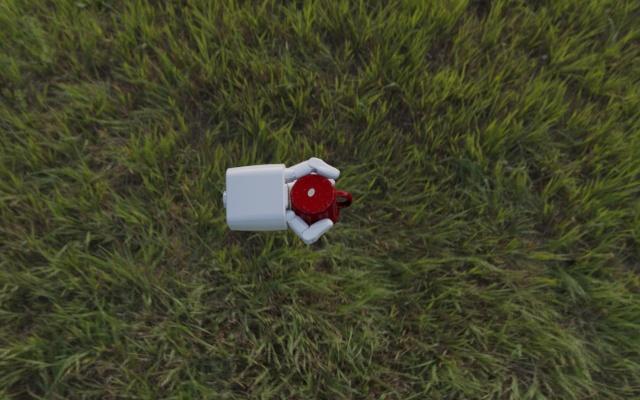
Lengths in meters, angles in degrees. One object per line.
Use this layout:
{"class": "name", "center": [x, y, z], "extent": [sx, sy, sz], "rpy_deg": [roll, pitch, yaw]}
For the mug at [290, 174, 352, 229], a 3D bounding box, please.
{"class": "mug", "center": [0.002, 0.003, 0.873], "extent": [0.117, 0.093, 0.081], "rpy_deg": [-3, -24, 2]}
